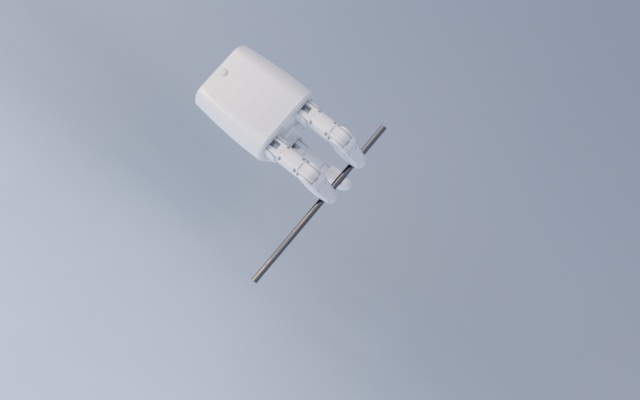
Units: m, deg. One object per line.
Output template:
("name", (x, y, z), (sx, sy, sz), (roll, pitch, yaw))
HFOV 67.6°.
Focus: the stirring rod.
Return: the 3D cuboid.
("stirring rod", (0.000, 0.002, 0.565), (0.011, 0.239, 0.011), (39, -7, 6))
